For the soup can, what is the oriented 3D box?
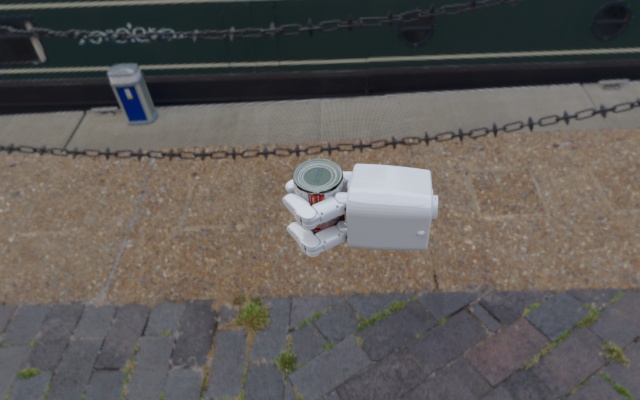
[{"bbox_3d":[0.000,0.002,0.654,0.068,0.068,0.102,-3,-45,3],"label":"soup can"}]
